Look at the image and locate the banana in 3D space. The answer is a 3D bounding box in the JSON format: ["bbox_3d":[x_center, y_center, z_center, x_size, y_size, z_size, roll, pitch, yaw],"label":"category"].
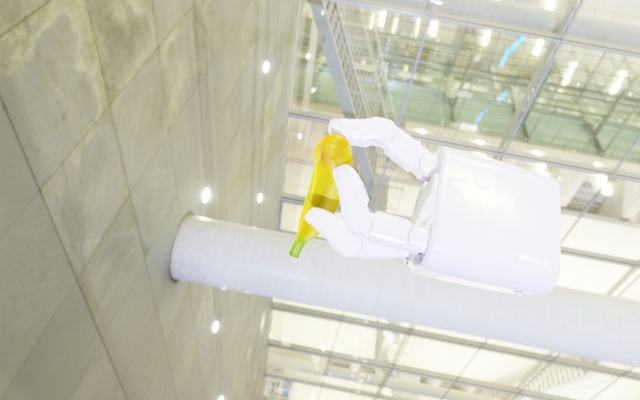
[{"bbox_3d":[0.004,-0.011,0.474,0.037,0.069,0.198,18,-35,1],"label":"banana"}]
